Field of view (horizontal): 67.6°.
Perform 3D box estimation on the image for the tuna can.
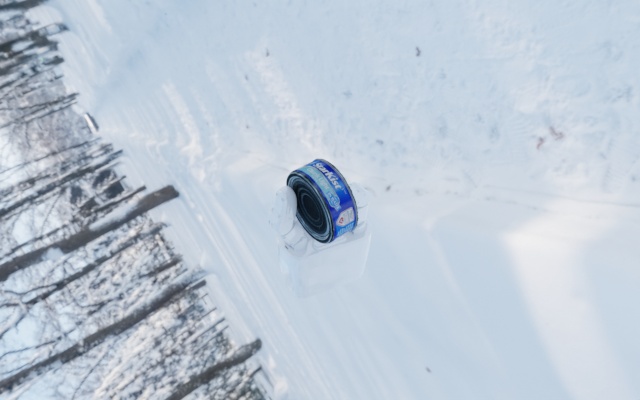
[{"bbox_3d":[0.000,0.002,0.500,0.033,0.086,0.086,-28,12,-25],"label":"tuna can"}]
